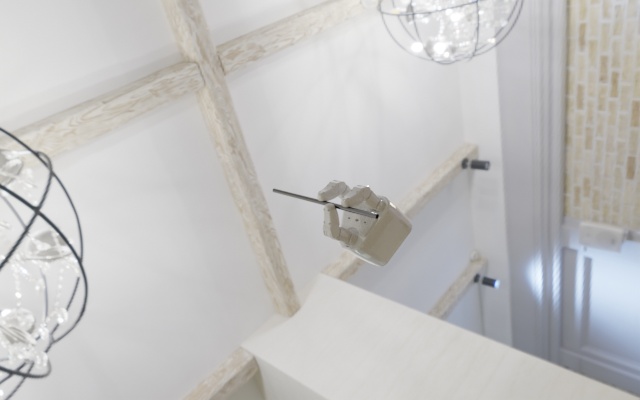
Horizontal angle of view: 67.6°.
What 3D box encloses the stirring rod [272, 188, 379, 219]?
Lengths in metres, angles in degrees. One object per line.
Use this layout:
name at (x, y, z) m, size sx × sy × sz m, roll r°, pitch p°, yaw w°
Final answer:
stirring rod at (0.000, 0.003, 0.809) m, size 0.239 × 0.011 × 0.011 m, roll 14°, pitch 9°, yaw 42°
